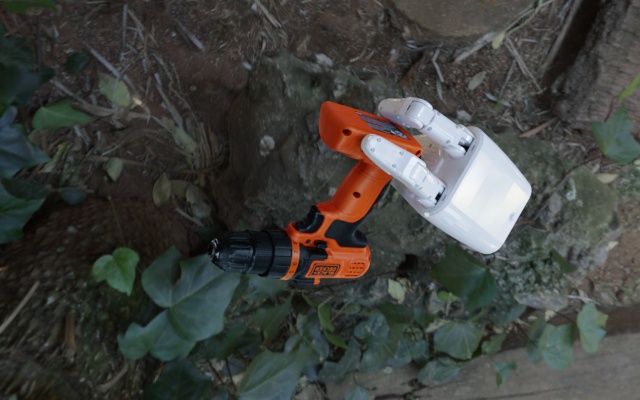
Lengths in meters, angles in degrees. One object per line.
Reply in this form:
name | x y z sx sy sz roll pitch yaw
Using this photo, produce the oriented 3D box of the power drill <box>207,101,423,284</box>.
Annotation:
power drill | 0.001 0.001 0.467 0.184 0.188 0.057 7 34 -36
